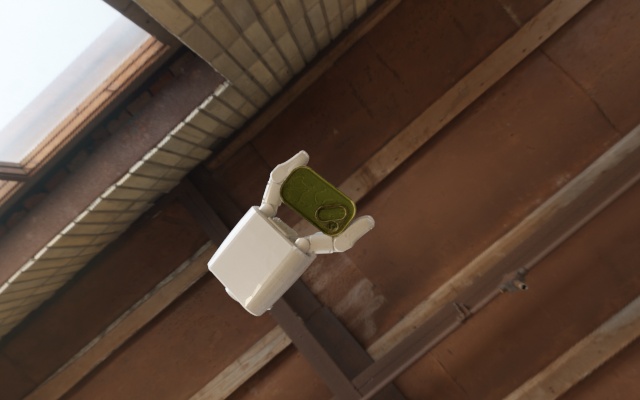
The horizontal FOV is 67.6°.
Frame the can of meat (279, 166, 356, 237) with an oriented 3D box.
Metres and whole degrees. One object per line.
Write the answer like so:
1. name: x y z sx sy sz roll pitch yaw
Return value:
1. can of meat: 0.000 0.002 0.657 0.102 0.057 0.084 37 2 6
